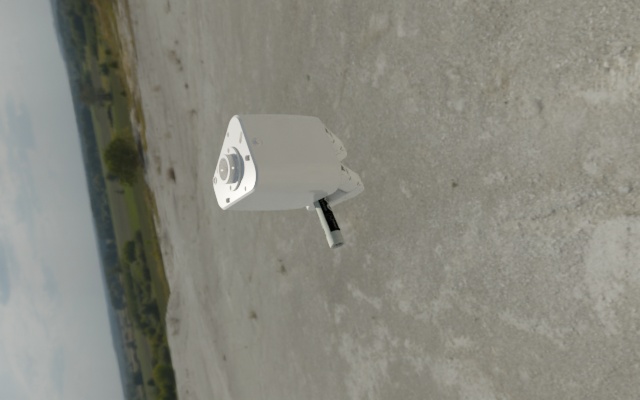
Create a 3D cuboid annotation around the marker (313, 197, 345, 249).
[{"bbox_3d":[0.000,0.002,0.585,0.020,0.121,0.020,-18,-25,-9],"label":"marker"}]
